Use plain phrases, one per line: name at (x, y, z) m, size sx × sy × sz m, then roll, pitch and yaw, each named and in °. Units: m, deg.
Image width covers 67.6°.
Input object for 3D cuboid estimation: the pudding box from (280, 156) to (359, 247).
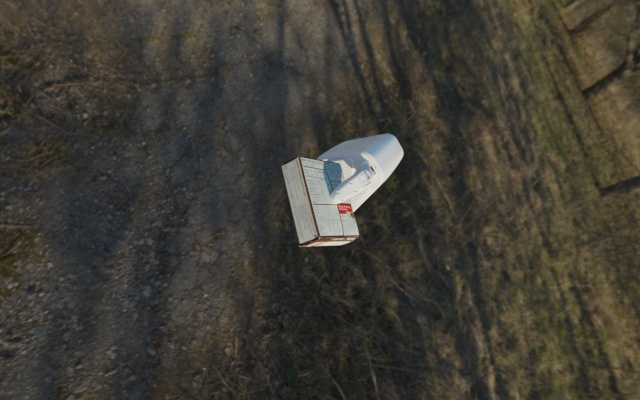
pudding box at (0.000, 0.002, 0.626) m, size 0.039 × 0.113 × 0.090 m, roll -27°, pitch -19°, yaw 36°
